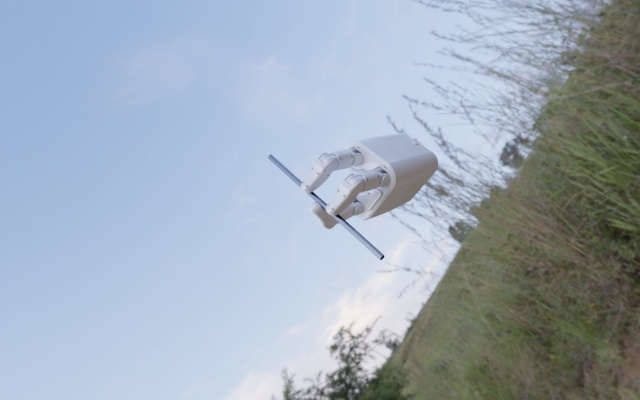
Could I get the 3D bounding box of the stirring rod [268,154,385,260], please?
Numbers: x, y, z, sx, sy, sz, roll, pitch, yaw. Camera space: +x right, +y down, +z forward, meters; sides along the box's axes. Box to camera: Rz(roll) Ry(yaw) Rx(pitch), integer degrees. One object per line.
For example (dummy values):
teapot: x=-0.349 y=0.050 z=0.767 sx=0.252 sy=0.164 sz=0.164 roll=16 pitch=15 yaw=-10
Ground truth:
stirring rod: x=0.000 y=0.002 z=0.643 sx=0.011 sy=0.011 sz=0.239 roll=0 pitch=34 yaw=-49
